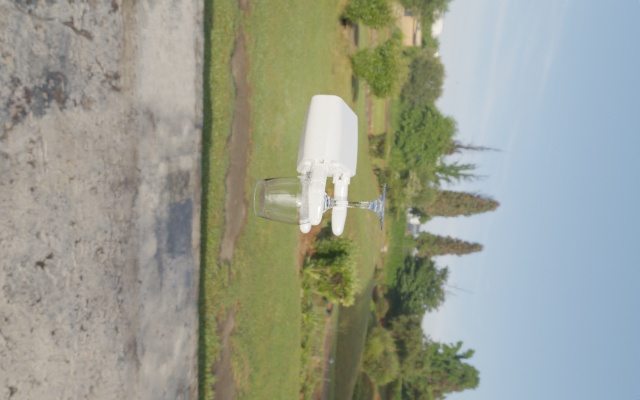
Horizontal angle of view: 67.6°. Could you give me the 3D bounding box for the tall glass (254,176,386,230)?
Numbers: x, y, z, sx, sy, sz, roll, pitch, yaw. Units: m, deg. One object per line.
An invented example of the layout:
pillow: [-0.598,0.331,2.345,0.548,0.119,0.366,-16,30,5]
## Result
tall glass: [0.001,0.003,0.752,0.201,0.079,0.079,4,0,7]
